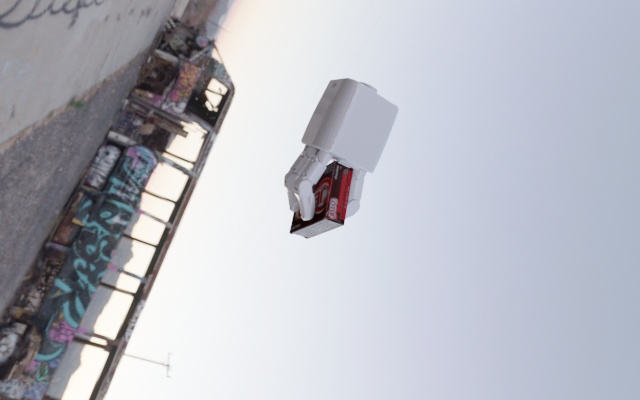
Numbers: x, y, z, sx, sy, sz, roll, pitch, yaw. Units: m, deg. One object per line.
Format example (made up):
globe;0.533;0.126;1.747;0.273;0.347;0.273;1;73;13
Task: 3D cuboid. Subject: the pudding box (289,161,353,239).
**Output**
pudding box;0.000;0.002;0.709;0.039;0.090;0.113;21;-24;-22
